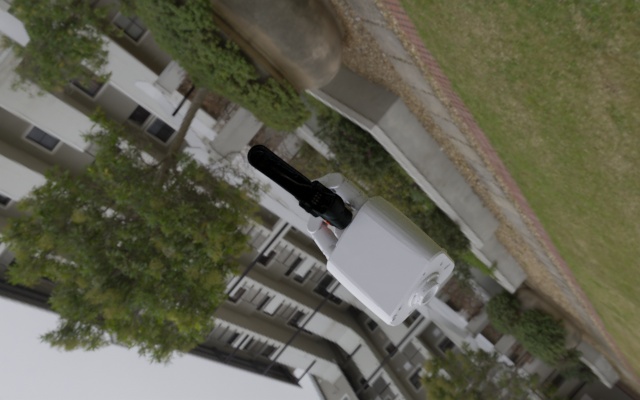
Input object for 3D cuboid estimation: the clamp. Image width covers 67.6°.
[{"bbox_3d":[0.000,0.002,0.531,0.120,0.039,0.171,41,3,32],"label":"clamp"}]
